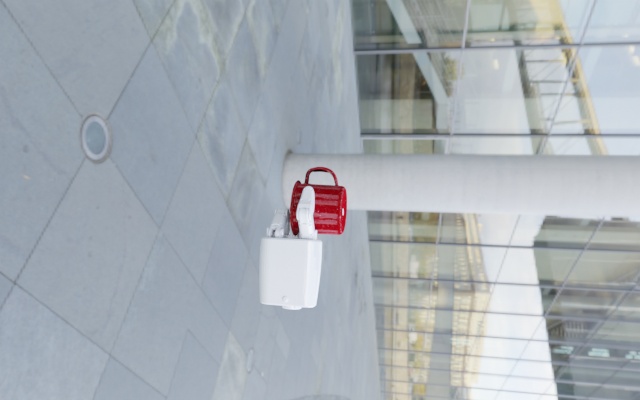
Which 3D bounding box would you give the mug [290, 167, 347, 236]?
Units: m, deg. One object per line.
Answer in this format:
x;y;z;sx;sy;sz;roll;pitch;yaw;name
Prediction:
0.000;0.001;0.792;0.081;0.117;0.093;3;-1;10;mug
